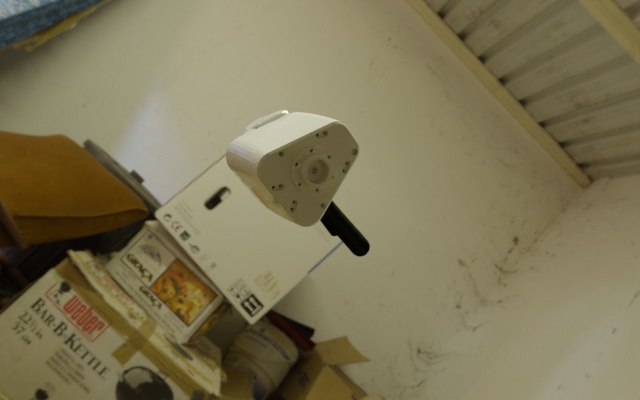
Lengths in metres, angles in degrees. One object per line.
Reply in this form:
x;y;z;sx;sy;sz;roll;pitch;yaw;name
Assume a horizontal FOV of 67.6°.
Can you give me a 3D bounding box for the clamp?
0.000;0.001;0.615;0.171;0.039;0.120;50;-11;-27;clamp
